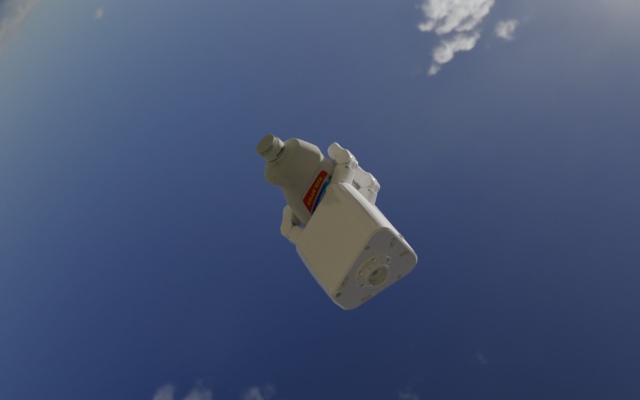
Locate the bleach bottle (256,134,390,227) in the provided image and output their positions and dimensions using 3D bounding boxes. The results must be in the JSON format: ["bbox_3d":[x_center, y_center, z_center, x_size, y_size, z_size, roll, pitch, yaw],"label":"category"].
[{"bbox_3d":[0.000,0.002,0.660,0.251,0.102,0.068,42,5,-38],"label":"bleach bottle"}]
